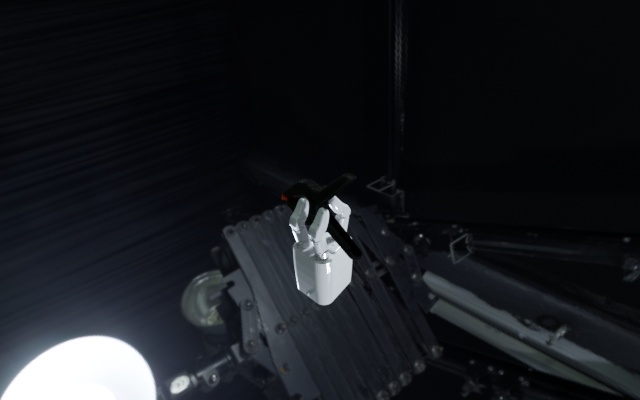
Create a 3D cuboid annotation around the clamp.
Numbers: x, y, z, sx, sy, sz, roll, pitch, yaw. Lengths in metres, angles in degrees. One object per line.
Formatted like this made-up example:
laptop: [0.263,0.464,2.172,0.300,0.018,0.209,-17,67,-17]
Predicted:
clamp: [0.000,0.003,0.892,0.036,0.165,0.210,-23,34,-36]
